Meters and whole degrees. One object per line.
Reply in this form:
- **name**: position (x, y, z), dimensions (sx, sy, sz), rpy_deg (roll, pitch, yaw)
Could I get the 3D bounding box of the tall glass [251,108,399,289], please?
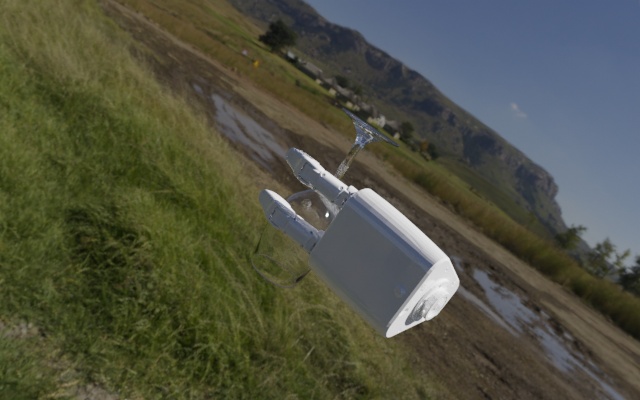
- **tall glass**: position (0.000, 0.001, 0.534), dimensions (0.079, 0.201, 0.079), rpy_deg (33, 12, -8)
